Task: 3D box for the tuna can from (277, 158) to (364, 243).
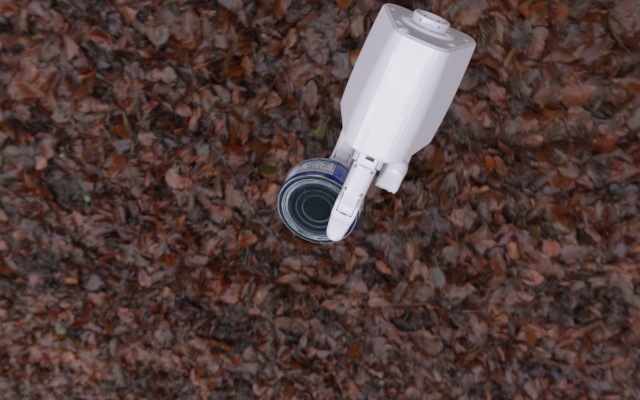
[{"bbox_3d":[0.000,0.002,0.489,0.086,0.086,0.033,0,32,16],"label":"tuna can"}]
